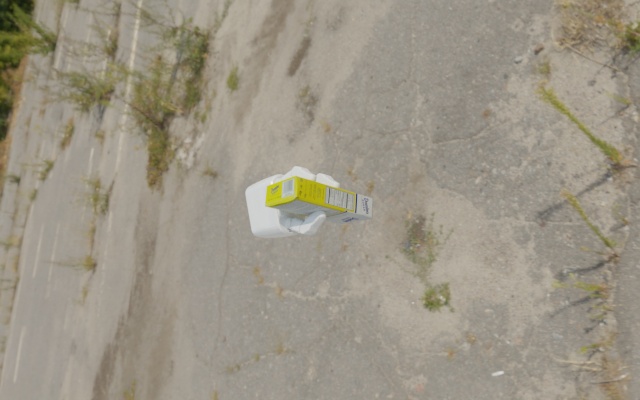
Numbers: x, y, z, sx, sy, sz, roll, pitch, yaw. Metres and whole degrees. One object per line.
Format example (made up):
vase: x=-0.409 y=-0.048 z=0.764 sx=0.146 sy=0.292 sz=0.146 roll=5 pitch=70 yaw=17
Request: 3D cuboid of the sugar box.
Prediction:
sugar box: x=0.000 y=0.002 z=0.855 sx=0.176 sy=0.048 sz=0.093 roll=12 pitch=-16 yaw=-37
